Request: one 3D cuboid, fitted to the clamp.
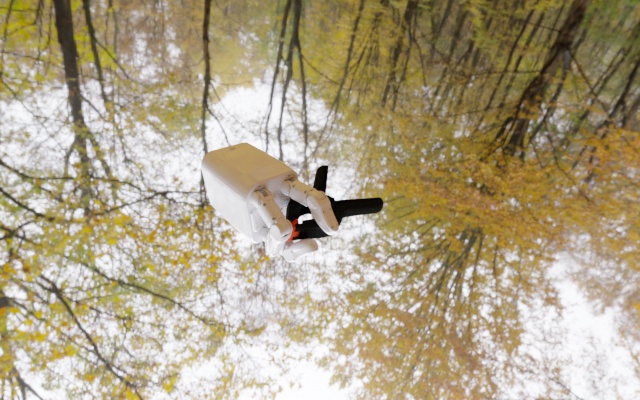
[{"bbox_3d":[0.000,0.003,0.696,0.120,0.039,0.171,34,38,30],"label":"clamp"}]
